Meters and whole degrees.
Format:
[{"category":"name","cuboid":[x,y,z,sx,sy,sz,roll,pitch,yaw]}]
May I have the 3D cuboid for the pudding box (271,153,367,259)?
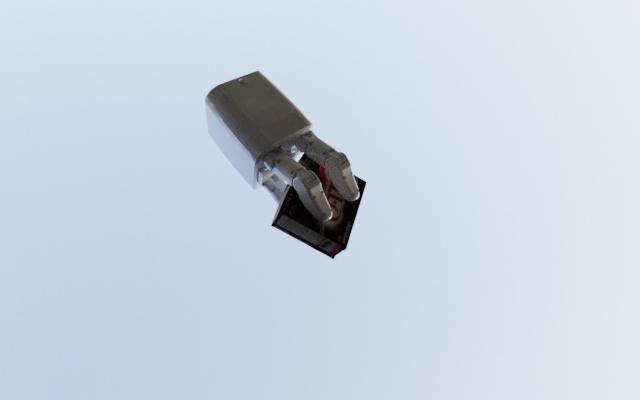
[{"category":"pudding box","cuboid":[0.000,0.002,0.581,0.090,0.113,0.039,28,-38,-10]}]
